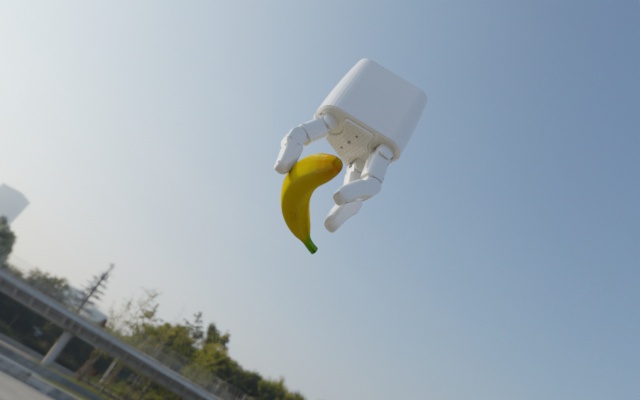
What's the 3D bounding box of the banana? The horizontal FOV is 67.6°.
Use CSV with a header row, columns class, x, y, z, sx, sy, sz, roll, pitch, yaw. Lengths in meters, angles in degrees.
class,x,y,z,sx,sy,sz,roll,pitch,yaw
banana,-0.016,-0.006,0.568,0.069,0.037,0.198,31,-31,11
